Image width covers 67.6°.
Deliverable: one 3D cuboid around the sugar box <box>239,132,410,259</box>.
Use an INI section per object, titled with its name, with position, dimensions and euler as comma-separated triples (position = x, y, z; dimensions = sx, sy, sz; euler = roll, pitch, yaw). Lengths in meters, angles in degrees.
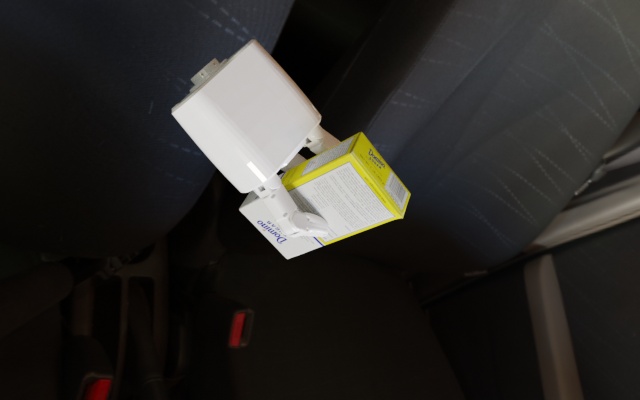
[sugar box]
position = 0.000, 0.001, 0.532
dimensions = 0.176, 0.093, 0.048
euler = -22, 28, 40
